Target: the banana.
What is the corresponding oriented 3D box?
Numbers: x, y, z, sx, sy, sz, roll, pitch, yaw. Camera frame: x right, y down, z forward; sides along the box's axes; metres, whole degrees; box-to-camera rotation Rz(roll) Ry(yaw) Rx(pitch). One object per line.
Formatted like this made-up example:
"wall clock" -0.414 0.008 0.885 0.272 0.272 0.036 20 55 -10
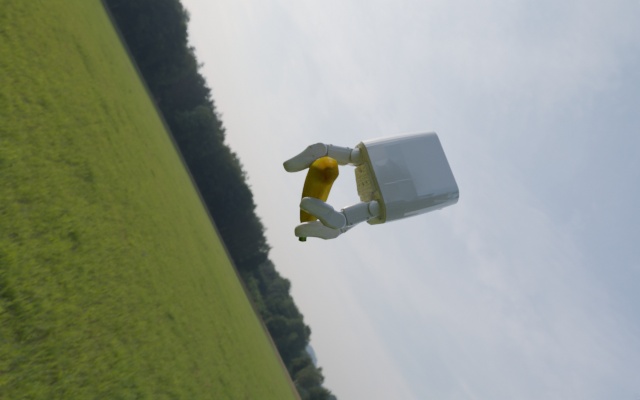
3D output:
"banana" -0.002 -0.013 0.635 0.037 0.069 0.198 1 -28 -10
